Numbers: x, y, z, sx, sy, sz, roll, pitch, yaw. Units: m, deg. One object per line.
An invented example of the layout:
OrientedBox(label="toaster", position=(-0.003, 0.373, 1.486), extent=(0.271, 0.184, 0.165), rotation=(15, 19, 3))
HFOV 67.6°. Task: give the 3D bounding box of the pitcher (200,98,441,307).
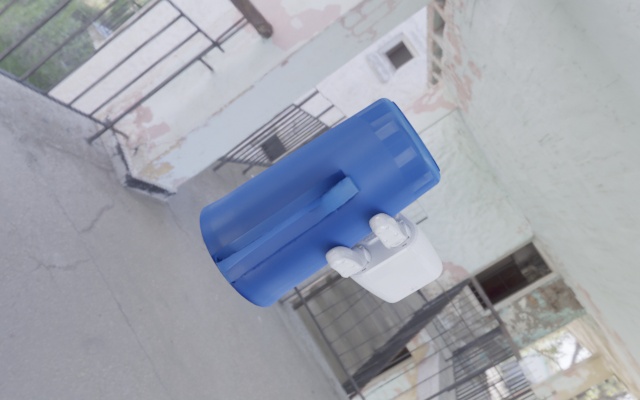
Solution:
OrientedBox(label="pitcher", position=(0.000, 0.002, 0.508), extent=(0.243, 0.149, 0.145), rotation=(-34, -43, 11))
